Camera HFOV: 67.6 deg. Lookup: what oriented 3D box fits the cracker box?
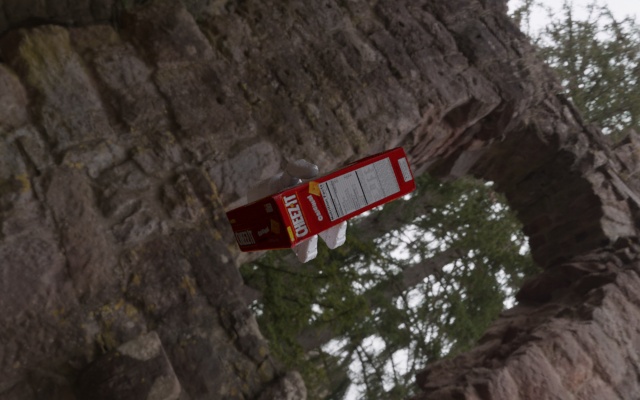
[{"bbox_3d":[0.000,0.002,0.665,0.213,0.072,0.164,-23,4,-31],"label":"cracker box"}]
